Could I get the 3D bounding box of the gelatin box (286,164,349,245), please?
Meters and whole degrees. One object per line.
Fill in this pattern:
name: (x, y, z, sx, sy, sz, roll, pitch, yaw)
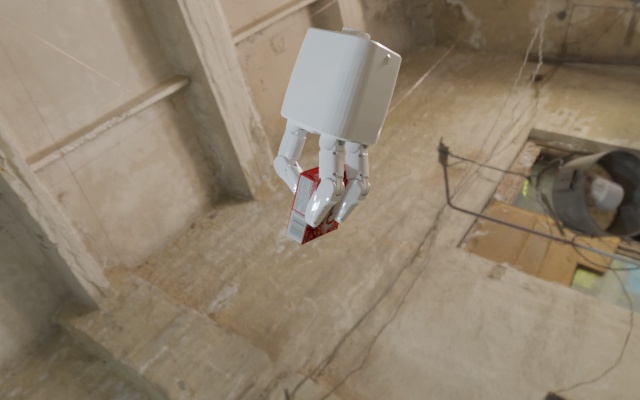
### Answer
gelatin box: (0.000, 0.002, 0.575, 0.030, 0.089, 0.073, 30, 30, 28)
